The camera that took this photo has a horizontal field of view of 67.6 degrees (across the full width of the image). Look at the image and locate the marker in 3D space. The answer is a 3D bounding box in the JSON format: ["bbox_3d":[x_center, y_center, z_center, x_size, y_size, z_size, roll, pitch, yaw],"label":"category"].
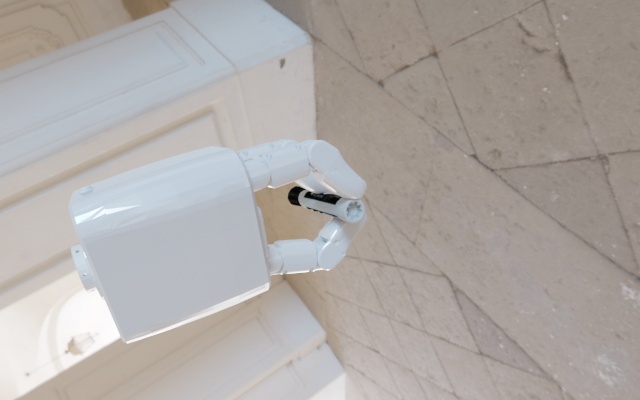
[{"bbox_3d":[0.000,0.001,0.410,0.020,0.020,0.121,0,6,-25],"label":"marker"}]
